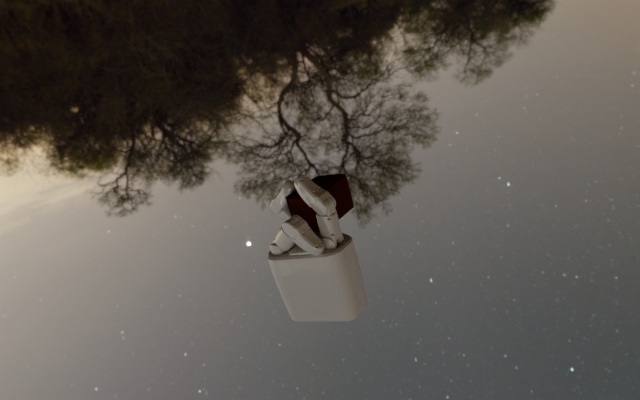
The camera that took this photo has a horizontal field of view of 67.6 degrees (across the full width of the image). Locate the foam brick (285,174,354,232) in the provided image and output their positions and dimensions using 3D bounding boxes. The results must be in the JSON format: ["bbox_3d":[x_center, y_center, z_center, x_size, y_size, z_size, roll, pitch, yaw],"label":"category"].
[{"bbox_3d":[0.000,0.002,0.656,0.053,0.051,0.078,-1,25,41],"label":"foam brick"}]
